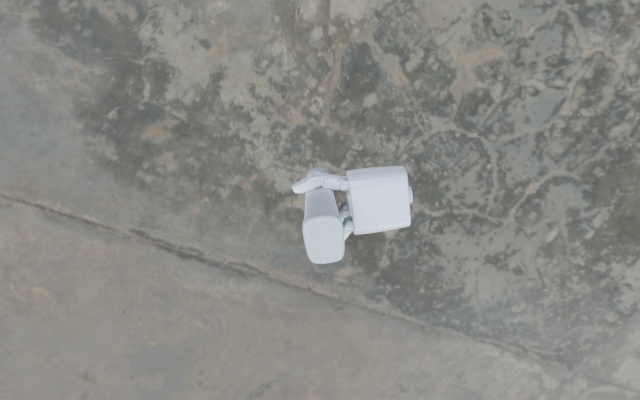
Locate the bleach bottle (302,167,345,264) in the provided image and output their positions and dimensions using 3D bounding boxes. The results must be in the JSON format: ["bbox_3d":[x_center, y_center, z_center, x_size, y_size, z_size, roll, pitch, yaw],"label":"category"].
[{"bbox_3d":[0.000,0.003,0.893,0.068,0.103,0.250,-7,33,1],"label":"bleach bottle"}]
